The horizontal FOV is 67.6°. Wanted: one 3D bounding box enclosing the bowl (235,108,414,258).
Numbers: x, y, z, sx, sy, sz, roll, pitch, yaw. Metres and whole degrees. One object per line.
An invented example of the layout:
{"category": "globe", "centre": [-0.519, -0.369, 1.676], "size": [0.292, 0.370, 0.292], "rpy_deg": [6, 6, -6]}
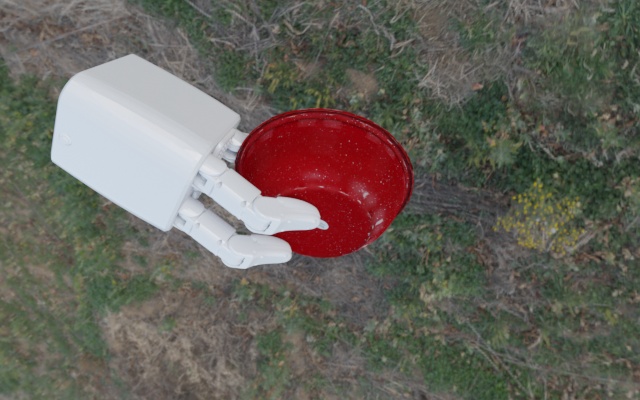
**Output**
{"category": "bowl", "centre": [0.001, 0.002, 0.415], "size": [0.162, 0.055, 0.162], "rpy_deg": [4, -43, 4]}
